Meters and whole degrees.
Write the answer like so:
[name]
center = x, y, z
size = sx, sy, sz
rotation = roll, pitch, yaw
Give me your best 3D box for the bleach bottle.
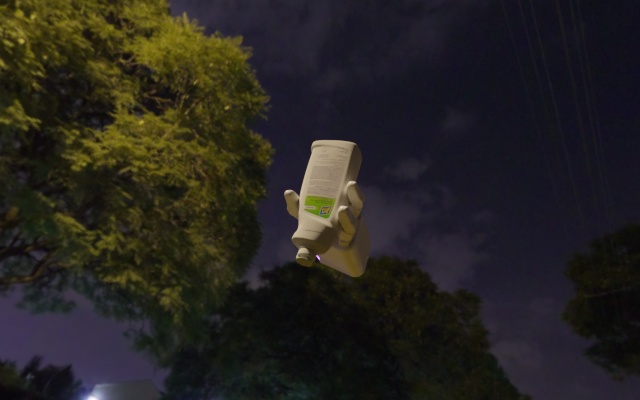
[bleach bottle]
center = 0.000, 0.003, 0.861
size = 0.102, 0.250, 0.068
rotation = 4, -36, 22
